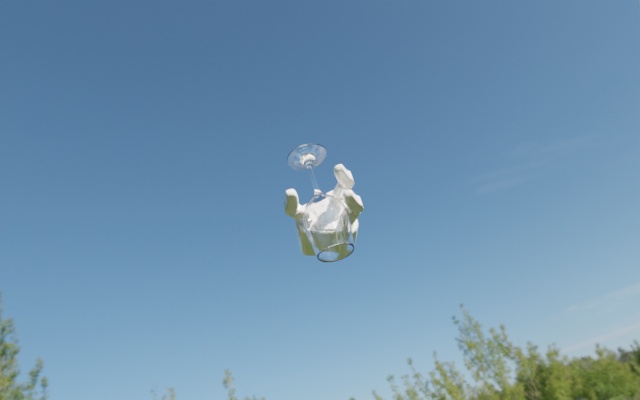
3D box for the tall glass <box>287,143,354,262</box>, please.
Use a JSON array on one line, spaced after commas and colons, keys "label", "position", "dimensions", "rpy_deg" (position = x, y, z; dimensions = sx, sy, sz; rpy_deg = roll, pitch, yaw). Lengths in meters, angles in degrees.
[{"label": "tall glass", "position": [0.000, 0.002, 0.811], "dimensions": [0.079, 0.201, 0.079], "rpy_deg": [-12, -32, -8]}]
